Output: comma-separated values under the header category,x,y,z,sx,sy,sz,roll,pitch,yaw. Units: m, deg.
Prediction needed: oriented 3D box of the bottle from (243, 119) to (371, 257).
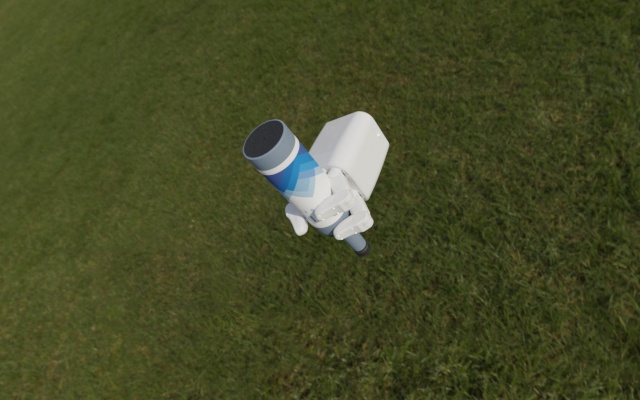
category,x,y,z,sx,sy,sz,roll,pitch,yaw
bottle,0.000,0.002,0.710,0.069,0.069,0.296,0,-34,37
